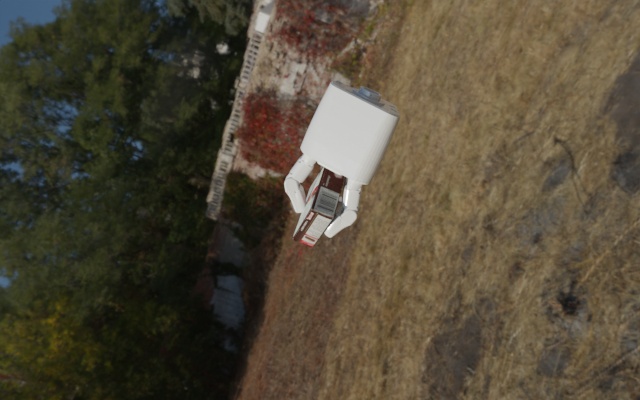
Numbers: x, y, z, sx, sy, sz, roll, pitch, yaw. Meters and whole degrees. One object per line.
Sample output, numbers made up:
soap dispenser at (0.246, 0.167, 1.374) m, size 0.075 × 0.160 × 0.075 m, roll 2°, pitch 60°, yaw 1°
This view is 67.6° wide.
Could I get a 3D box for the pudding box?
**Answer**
pudding box at (0.000, 0.002, 0.730) m, size 0.039 × 0.113 × 0.090 m, roll 24°, pitch -40°, yaw -6°
